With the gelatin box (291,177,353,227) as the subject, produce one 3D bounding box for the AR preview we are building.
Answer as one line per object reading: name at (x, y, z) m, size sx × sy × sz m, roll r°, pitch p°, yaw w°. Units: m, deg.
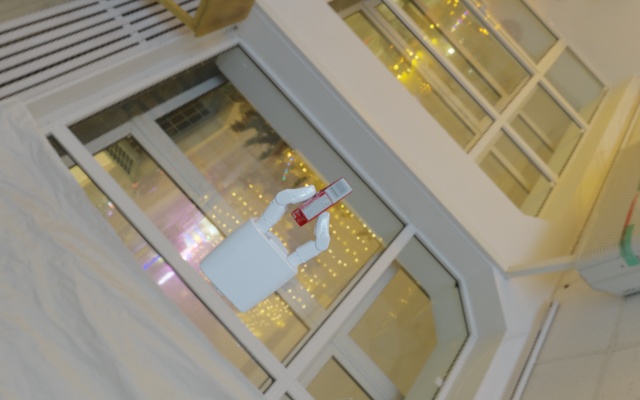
gelatin box at (0.001, 0.003, 0.744) m, size 0.089 × 0.030 × 0.073 m, roll -35°, pitch 0°, yaw -13°
